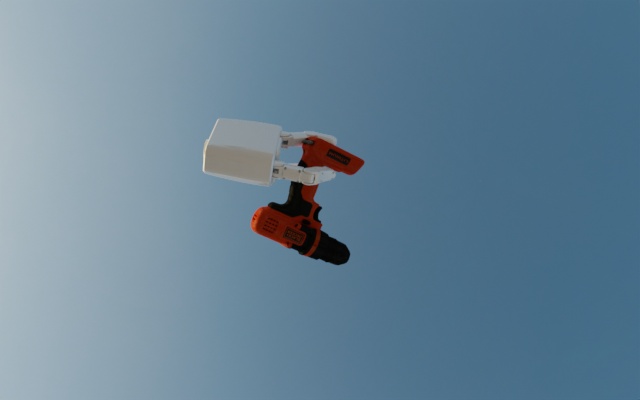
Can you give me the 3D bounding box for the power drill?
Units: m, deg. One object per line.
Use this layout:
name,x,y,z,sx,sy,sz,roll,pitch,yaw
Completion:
power drill,0.000,0.002,0.794,0.184,0.187,0.057,25,-1,-24
